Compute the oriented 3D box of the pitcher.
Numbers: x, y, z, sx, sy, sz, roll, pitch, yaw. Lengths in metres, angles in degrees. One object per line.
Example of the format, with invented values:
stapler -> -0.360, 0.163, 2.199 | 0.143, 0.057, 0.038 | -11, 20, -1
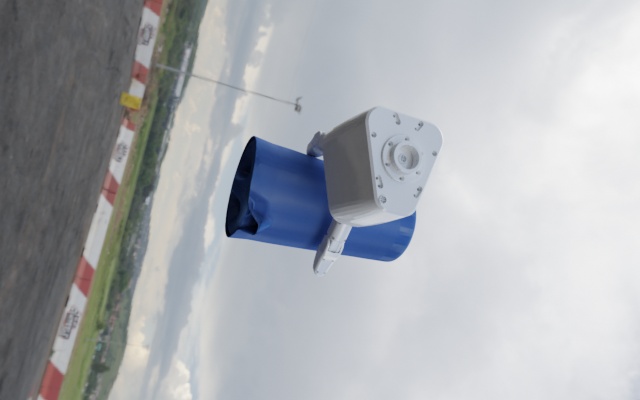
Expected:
pitcher -> 0.000, 0.002, 0.652 | 0.243, 0.149, 0.145 | 14, -15, -20
